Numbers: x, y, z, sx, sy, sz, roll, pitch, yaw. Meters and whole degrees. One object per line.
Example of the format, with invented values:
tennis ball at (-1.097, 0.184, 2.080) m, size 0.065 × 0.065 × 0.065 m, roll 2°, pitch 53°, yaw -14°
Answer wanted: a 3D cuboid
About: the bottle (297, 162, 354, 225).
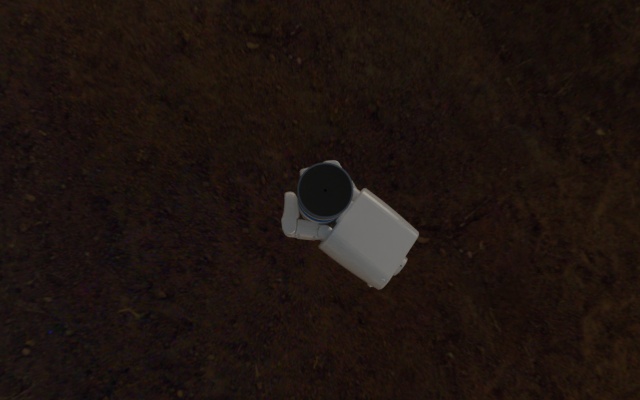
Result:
bottle at (0.000, 0.002, 0.704) m, size 0.069 × 0.069 × 0.296 m, roll 0°, pitch -6°, yaw -2°
